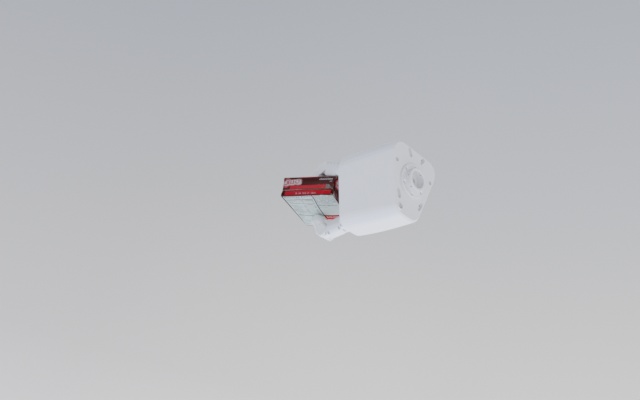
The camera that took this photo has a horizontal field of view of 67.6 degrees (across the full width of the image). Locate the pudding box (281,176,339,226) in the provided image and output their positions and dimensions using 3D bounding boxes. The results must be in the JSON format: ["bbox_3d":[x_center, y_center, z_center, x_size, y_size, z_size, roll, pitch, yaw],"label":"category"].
[{"bbox_3d":[0.000,0.003,0.766,0.090,0.039,0.114,0,-29,22],"label":"pudding box"}]
